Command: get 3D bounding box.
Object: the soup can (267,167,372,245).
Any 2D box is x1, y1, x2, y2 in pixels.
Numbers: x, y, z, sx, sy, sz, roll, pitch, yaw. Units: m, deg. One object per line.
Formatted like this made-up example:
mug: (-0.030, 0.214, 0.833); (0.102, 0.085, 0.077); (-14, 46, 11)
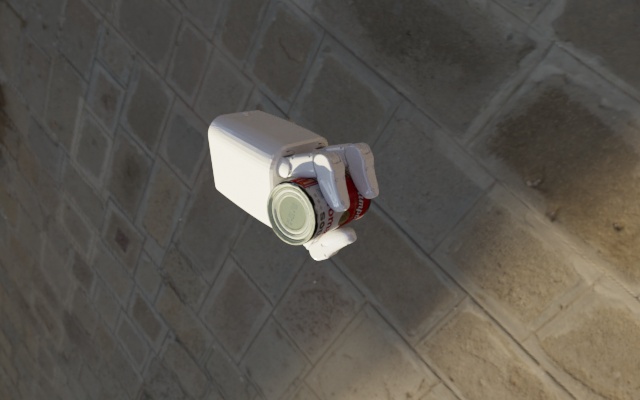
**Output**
soup can: (0.000, 0.002, 0.515); (0.068, 0.068, 0.102); (0, 14, 39)
